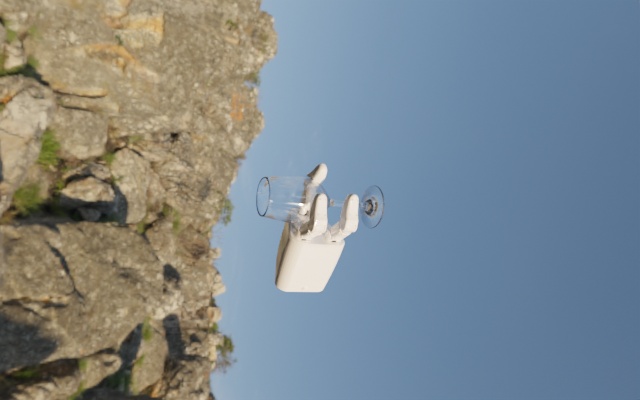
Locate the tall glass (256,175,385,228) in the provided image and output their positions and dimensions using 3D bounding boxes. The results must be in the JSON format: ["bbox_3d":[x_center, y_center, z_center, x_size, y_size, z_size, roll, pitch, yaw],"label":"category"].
[{"bbox_3d":[0.001,0.002,0.776,0.201,0.079,0.079,6,-3,-26],"label":"tall glass"}]
